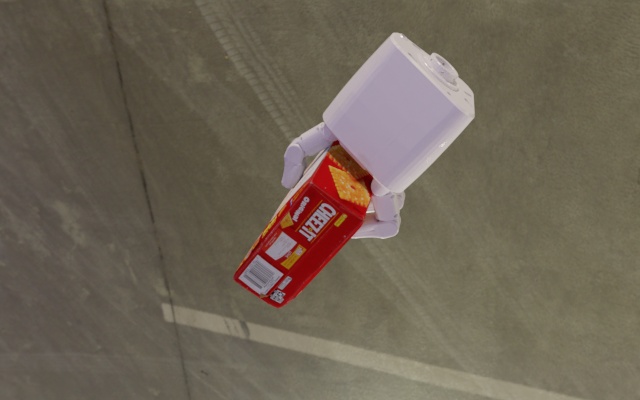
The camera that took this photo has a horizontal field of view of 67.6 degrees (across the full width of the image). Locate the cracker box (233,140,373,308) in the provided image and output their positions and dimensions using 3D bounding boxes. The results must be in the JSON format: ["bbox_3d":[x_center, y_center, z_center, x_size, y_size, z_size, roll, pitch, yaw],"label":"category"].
[{"bbox_3d":[0.000,0.002,0.564,0.072,0.164,0.213,36,33,-5],"label":"cracker box"}]
